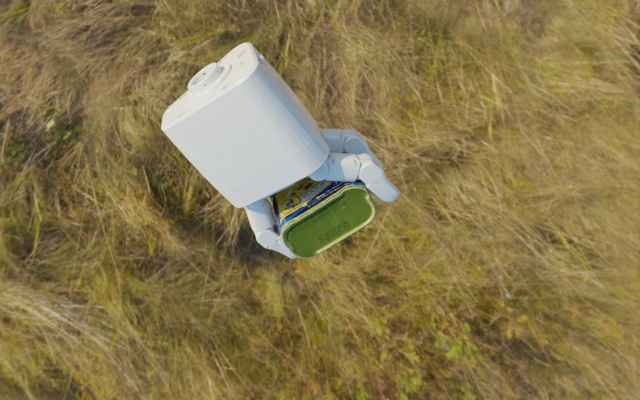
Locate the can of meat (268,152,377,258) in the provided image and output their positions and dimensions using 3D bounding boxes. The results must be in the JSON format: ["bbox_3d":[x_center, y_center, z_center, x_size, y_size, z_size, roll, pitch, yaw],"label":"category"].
[{"bbox_3d":[0.000,0.002,0.495,0.102,0.057,0.084,-32,34,7],"label":"can of meat"}]
